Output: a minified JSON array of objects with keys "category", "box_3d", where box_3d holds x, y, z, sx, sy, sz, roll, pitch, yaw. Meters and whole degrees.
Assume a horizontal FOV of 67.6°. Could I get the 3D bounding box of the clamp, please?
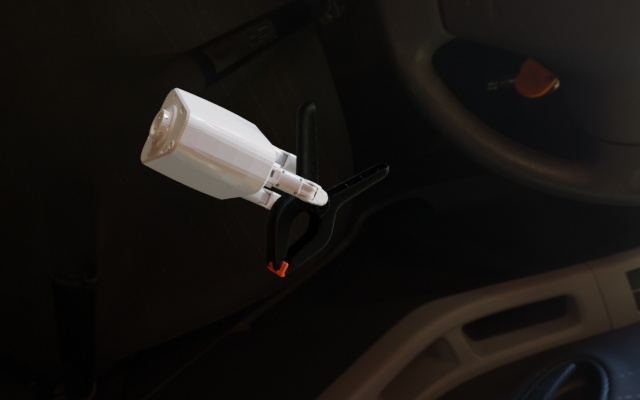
[{"category":"clamp","box_3d":[0.000,0.003,0.613,0.164,0.210,0.036,25,-3,-35]}]
